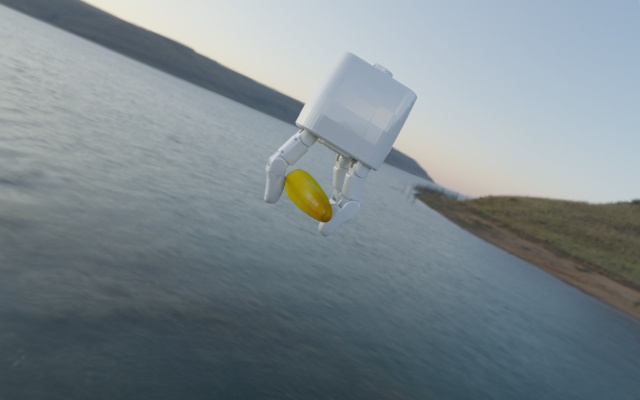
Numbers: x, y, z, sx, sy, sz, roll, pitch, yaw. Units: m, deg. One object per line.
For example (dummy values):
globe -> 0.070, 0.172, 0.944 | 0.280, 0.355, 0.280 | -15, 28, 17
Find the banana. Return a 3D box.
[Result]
banana -> -0.015, -0.010, 0.584 | 0.069, 0.037, 0.198 | 38, 2, -2
